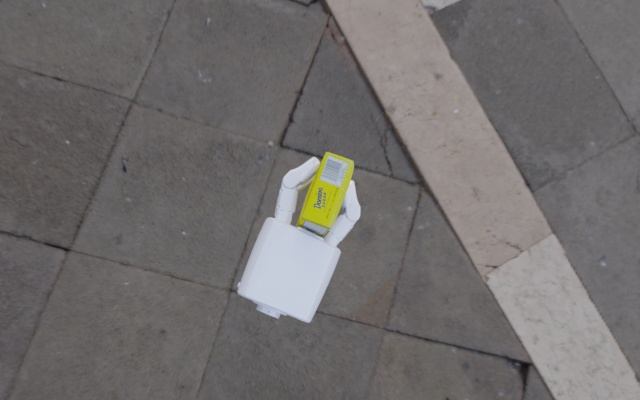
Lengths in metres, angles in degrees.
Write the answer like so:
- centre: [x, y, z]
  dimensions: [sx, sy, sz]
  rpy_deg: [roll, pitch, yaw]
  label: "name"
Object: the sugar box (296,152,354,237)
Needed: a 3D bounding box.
- centre: [0.000, 0.002, 0.671]
  dimensions: [0.048, 0.093, 0.176]
  rpy_deg: [22, -13, -5]
  label: "sugar box"
